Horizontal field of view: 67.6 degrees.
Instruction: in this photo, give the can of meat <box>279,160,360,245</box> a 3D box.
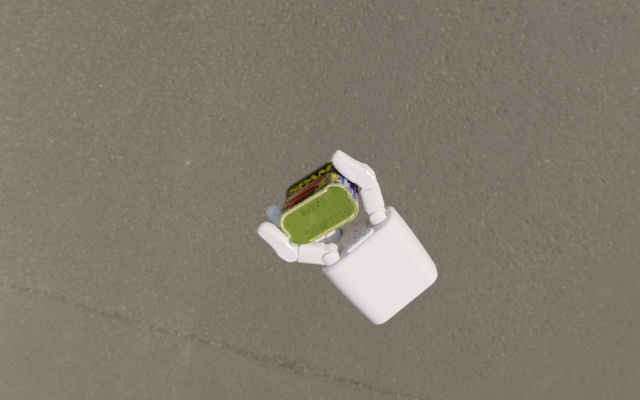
[{"bbox_3d":[0.000,0.002,0.596,0.102,0.057,0.084,-31,19,17],"label":"can of meat"}]
